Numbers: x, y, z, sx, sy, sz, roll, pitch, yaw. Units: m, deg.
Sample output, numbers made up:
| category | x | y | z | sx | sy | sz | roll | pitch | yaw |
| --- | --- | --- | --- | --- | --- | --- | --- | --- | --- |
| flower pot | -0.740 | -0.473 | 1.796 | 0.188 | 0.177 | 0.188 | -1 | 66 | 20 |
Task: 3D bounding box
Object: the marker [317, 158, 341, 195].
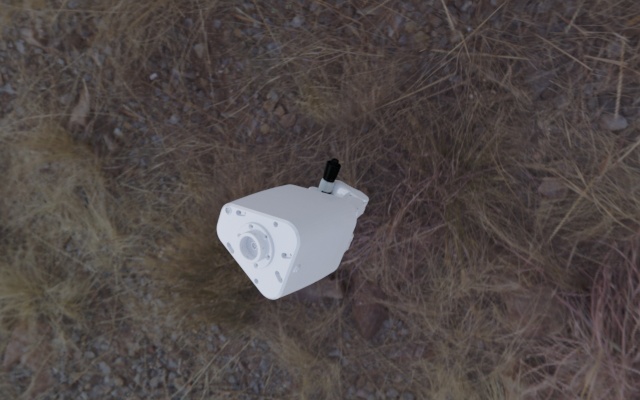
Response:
| category | x | y | z | sx | sy | sz | roll | pitch | yaw |
| --- | --- | --- | --- | --- | --- | --- | --- | --- | --- |
| marker | 0.000 | 0.002 | 0.609 | 0.020 | 0.121 | 0.020 | 16 | 24 | -8 |
